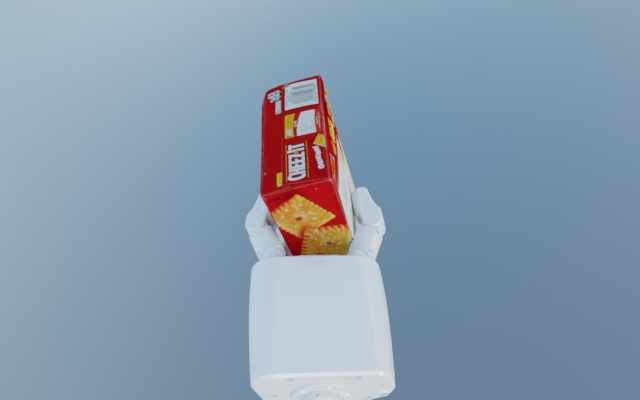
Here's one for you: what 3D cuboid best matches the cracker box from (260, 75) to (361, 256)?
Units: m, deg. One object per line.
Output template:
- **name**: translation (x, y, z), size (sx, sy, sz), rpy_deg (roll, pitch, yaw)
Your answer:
- **cracker box**: translation (0.000, 0.002, 0.522), size (0.072, 0.164, 0.214), rpy_deg (-13, -44, 8)
